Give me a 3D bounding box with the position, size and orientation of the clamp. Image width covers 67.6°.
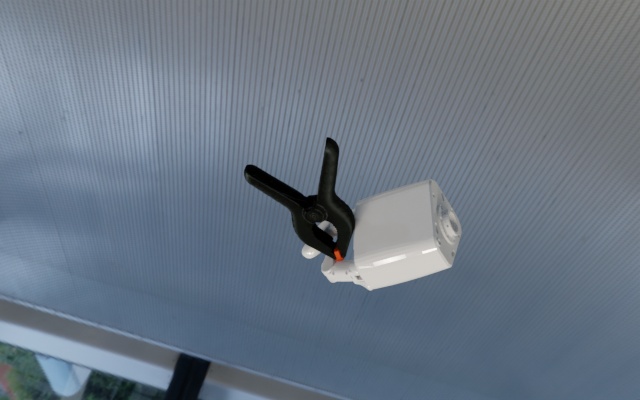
[{"bbox_3d":[0.000,0.002,0.582,0.120,0.171,0.039,-21,32,30],"label":"clamp"}]
